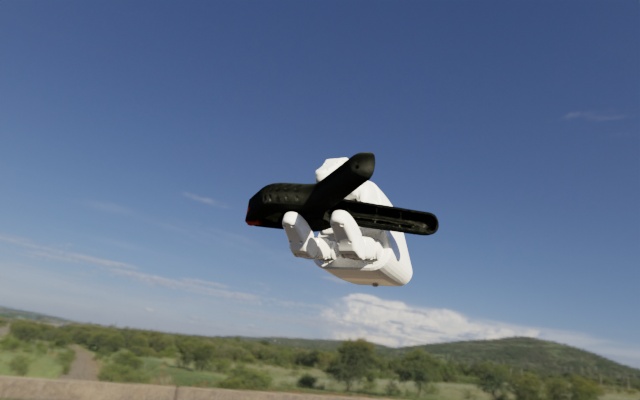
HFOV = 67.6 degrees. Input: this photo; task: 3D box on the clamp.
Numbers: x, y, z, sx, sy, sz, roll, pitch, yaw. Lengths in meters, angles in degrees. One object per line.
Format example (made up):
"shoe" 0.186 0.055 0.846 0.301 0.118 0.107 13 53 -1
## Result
"clamp" 0.000 0.001 0.494 0.210 0.036 0.165 -3 -25 27
